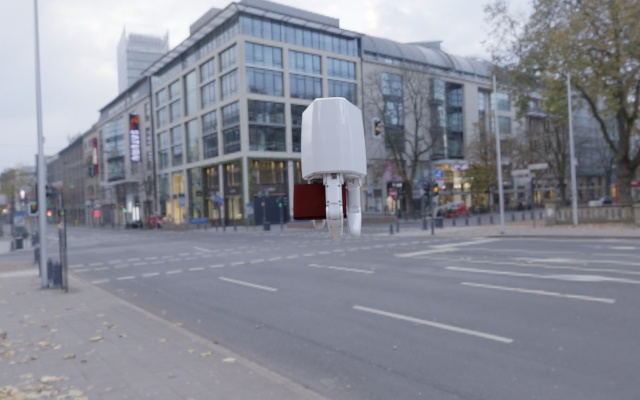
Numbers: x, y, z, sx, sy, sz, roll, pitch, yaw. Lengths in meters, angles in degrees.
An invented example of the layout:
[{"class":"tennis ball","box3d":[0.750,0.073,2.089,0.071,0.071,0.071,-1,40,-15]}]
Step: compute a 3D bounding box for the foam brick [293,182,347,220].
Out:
[{"class":"foam brick","box3d":[0.000,0.002,0.709,0.078,0.051,0.053,-3,-4,3]}]
